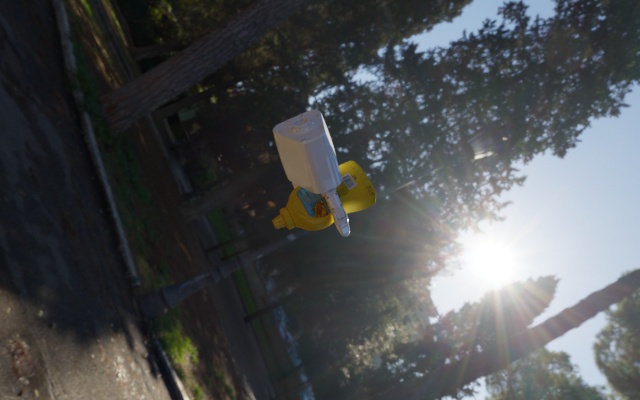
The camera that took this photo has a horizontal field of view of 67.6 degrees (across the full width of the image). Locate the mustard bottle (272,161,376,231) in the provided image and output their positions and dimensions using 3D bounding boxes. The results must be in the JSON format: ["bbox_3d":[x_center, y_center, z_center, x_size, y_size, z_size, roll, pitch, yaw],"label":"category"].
[{"bbox_3d":[0.000,0.003,0.887,0.191,0.096,0.058,-26,-29,-10],"label":"mustard bottle"}]
